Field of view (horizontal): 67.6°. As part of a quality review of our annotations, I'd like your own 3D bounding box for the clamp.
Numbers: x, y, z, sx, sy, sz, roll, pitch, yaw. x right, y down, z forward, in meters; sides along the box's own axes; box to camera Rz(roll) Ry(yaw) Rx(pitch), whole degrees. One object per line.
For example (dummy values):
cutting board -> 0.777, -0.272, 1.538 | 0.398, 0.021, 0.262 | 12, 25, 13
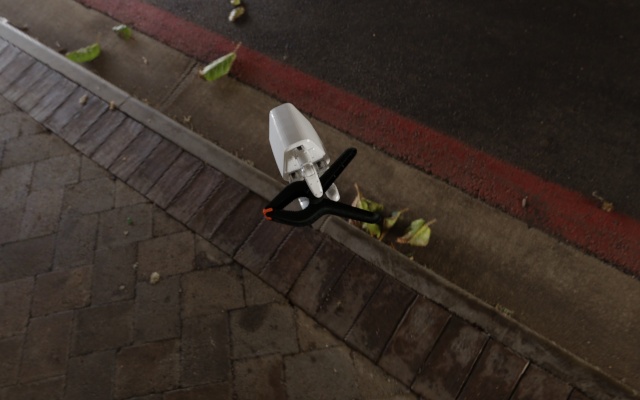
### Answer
clamp -> -0.001, 0.003, 0.879 | 0.210, 0.164, 0.036 | -23, -30, -1
